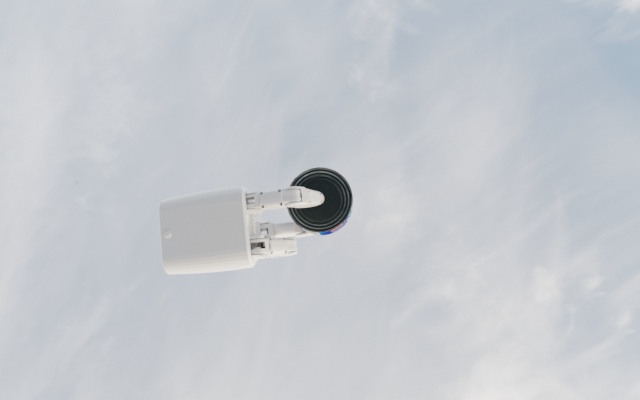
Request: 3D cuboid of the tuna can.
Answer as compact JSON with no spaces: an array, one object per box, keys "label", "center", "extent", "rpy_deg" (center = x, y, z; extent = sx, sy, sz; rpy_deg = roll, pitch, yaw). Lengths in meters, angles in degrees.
[{"label":"tuna can","center":[0.000,0.002,0.625],"extent":[0.086,0.086,0.034],"rpy_deg":[0,-12,6]}]
